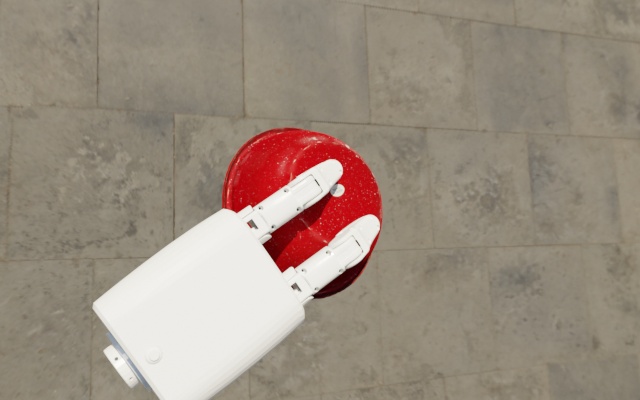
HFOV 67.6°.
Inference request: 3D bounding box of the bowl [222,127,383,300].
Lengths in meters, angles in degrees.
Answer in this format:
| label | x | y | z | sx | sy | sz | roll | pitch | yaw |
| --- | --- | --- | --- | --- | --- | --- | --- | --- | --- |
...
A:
| label | x | y | z | sx | sy | sz | roll | pitch | yaw |
| --- | --- | --- | --- | --- | --- | --- | --- | --- | --- |
| bowl | 0.001 | 0.000 | 0.417 | 0.162 | 0.162 | 0.055 | 0 | -17 | -34 |
